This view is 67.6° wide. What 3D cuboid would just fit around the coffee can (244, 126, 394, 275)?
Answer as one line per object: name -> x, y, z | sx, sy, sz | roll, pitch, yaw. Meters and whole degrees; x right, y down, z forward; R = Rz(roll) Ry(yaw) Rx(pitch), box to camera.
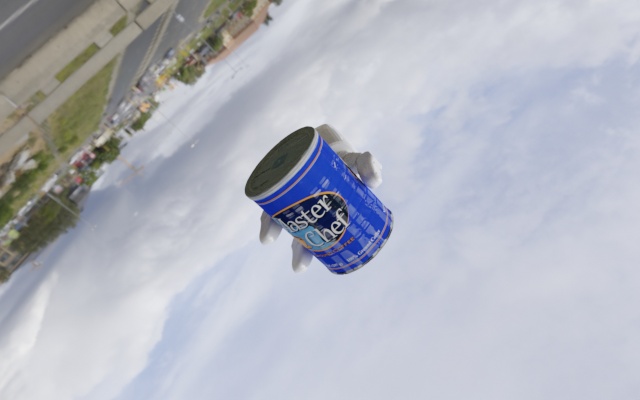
coffee can -> 0.000, 0.002, 0.538 | 0.140, 0.102, 0.103 | 45, -22, -24
